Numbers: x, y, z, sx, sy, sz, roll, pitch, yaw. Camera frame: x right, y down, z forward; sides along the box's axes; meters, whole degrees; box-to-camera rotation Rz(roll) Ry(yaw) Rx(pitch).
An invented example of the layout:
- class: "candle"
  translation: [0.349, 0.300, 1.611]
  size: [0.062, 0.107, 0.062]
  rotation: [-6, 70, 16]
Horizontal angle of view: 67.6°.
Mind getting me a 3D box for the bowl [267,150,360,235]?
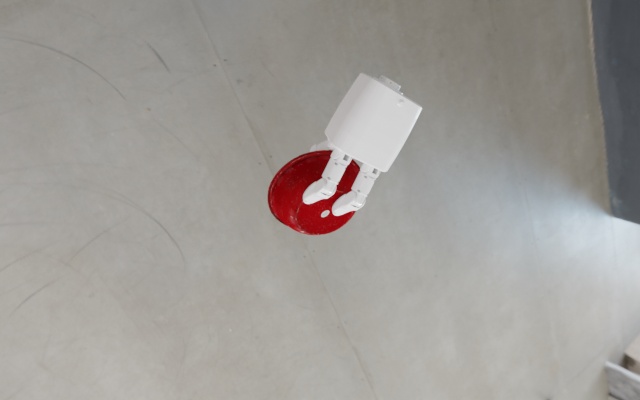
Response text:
- class: "bowl"
  translation: [0.000, 0.004, 0.754]
  size: [0.162, 0.162, 0.055]
  rotation: [0, 39, -19]
